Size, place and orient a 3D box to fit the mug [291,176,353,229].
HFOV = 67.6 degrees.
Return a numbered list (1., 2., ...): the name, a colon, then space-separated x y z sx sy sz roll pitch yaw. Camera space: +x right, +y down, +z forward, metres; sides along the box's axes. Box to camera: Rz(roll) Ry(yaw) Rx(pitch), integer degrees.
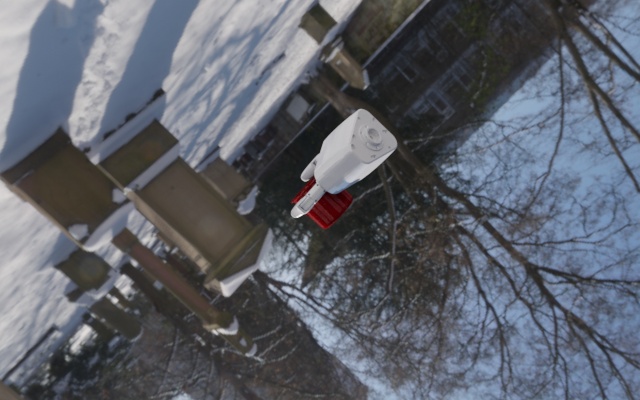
1. mug: 0.000 0.004 0.898 0.093 0.081 0.117 -50 6 -39
